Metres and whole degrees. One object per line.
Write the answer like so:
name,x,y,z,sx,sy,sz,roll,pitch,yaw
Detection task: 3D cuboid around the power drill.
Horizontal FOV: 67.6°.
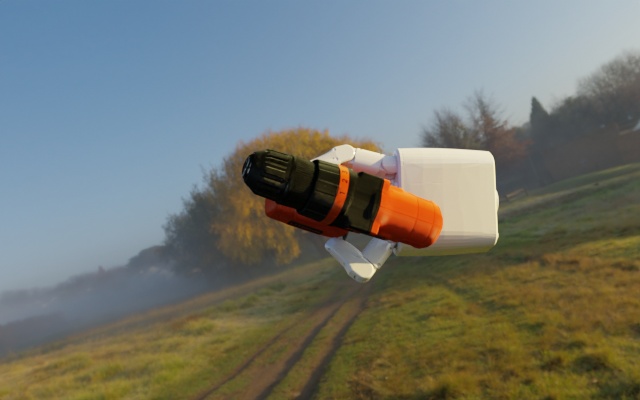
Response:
power drill,0.000,0.002,0.475,0.184,0.057,0.187,20,-6,-17
